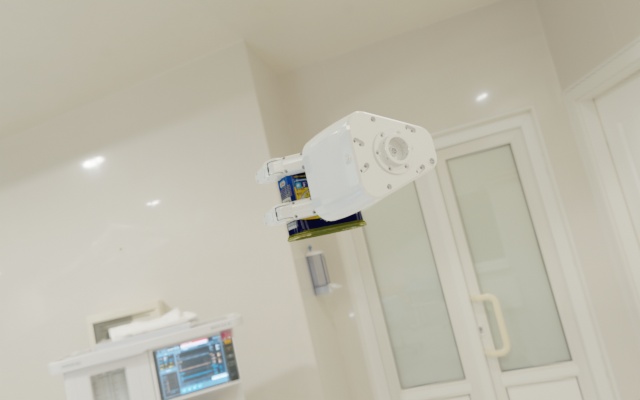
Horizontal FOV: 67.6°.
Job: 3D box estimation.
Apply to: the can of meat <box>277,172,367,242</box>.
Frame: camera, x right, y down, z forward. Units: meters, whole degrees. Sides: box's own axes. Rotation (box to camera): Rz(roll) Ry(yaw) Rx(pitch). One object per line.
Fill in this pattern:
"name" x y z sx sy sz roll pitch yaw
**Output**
"can of meat" 0.000 0.002 0.616 0.102 0.084 0.057 -10 -7 -23
